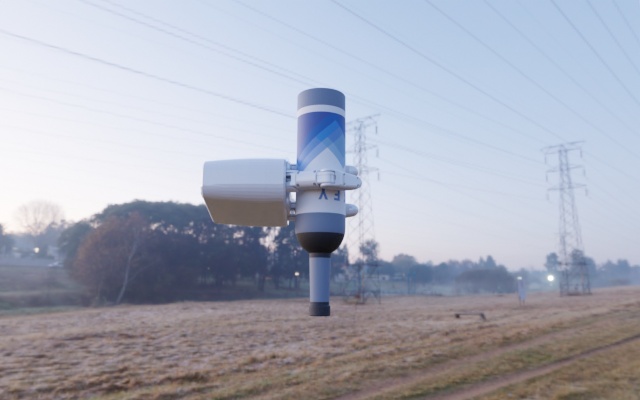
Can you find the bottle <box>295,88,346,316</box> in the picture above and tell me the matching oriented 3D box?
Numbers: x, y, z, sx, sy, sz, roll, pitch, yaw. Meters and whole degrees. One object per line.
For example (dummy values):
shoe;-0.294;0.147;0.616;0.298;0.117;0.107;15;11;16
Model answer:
bottle;0.000;0.002;0.634;0.069;0.295;0.069;0;-10;0
